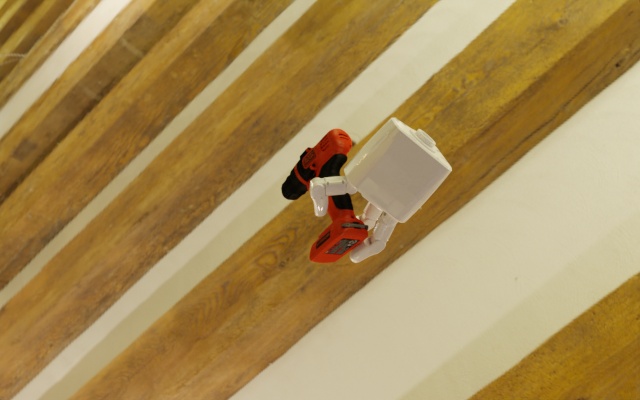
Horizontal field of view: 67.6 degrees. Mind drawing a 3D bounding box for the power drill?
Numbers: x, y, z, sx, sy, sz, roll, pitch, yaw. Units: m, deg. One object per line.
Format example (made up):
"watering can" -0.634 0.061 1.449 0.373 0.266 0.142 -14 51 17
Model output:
"power drill" 0.000 0.003 0.778 0.057 0.187 0.184 5 -33 -34
